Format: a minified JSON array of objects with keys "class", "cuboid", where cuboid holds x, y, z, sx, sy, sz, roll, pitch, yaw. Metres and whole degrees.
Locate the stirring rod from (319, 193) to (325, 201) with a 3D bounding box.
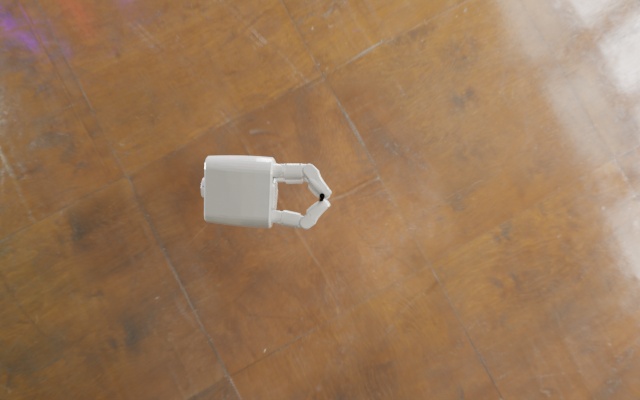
[{"class":"stirring rod","cuboid":[0.000,0.003,0.829,0.011,0.011,0.239,0,-5,-1]}]
